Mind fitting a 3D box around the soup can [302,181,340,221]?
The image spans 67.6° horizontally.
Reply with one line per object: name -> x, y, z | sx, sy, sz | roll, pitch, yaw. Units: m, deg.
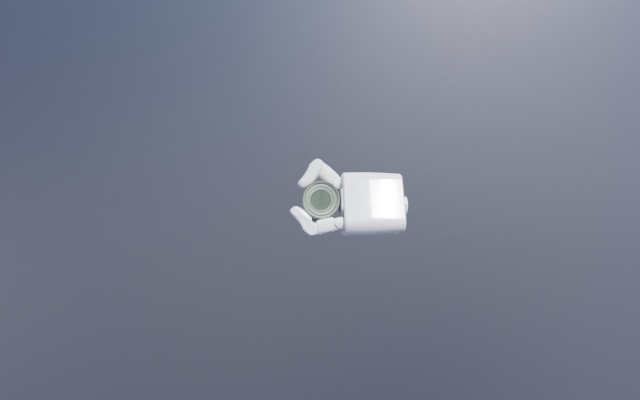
soup can -> 0.000, 0.003, 0.863 | 0.068, 0.068, 0.102 | 0, -4, -2
